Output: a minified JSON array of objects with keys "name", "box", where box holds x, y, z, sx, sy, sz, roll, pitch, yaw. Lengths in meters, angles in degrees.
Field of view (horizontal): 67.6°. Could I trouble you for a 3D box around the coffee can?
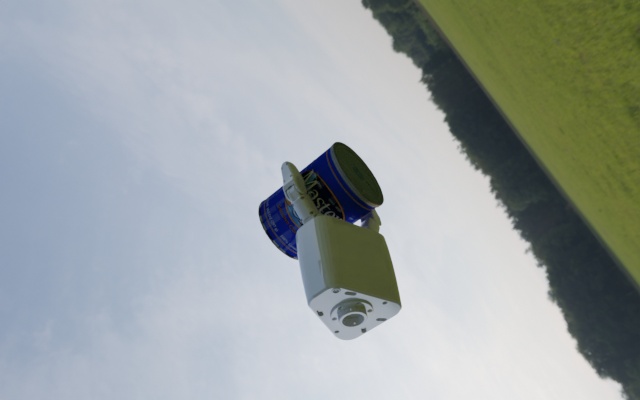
[{"name":"coffee can","box":[0.000,0.002,0.653,0.140,0.102,0.103,-37,-16,22]}]
